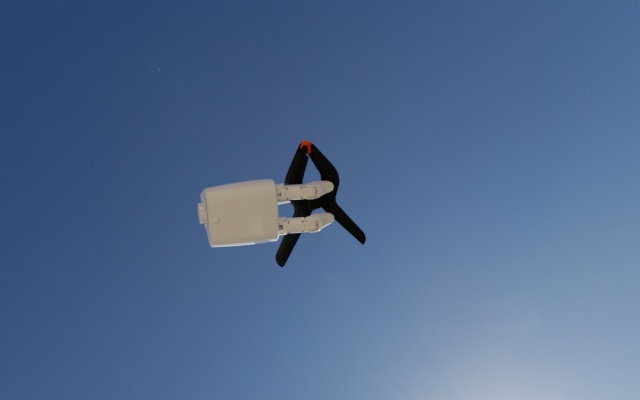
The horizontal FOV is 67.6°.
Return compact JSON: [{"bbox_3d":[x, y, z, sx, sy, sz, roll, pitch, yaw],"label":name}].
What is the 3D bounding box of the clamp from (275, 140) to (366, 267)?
[{"bbox_3d":[0.000,0.002,0.805,0.164,0.210,0.036,-7,17,-19],"label":"clamp"}]
